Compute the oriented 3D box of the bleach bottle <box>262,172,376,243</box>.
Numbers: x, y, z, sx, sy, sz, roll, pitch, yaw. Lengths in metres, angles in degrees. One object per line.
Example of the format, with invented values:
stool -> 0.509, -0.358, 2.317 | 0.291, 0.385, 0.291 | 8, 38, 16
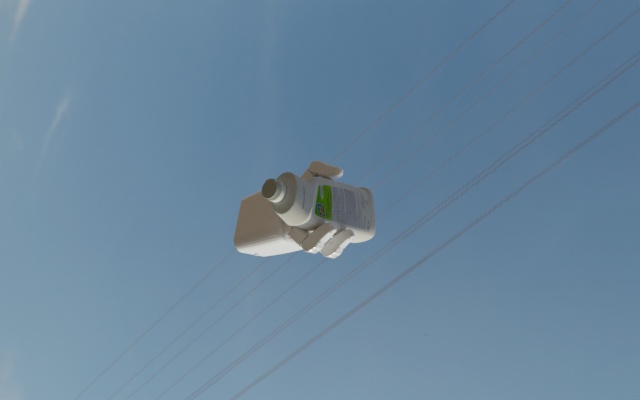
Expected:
bleach bottle -> 0.000, 0.003, 0.761 | 0.068, 0.102, 0.251 | -16, -21, 32
